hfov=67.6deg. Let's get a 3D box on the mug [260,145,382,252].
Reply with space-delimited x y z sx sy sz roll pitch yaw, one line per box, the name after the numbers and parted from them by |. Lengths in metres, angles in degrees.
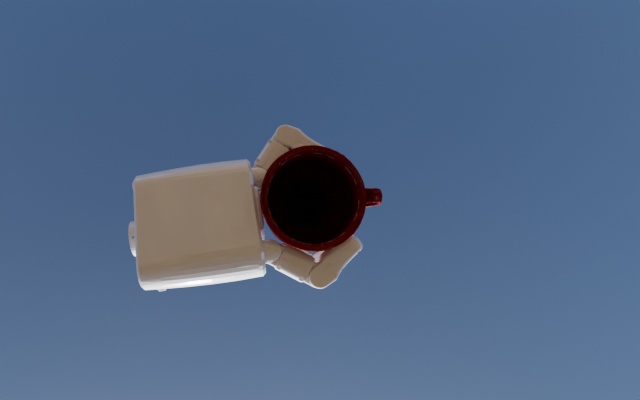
0.001 0.001 0.453 0.117 0.093 0.081 -7 -7 -10 | mug
